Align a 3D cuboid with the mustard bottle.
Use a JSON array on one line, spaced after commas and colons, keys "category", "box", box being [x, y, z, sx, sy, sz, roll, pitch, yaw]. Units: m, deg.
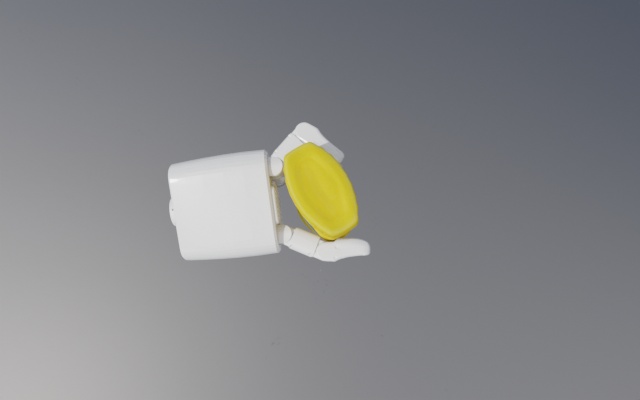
[{"category": "mustard bottle", "box": [0.000, 0.002, 0.544, 0.058, 0.096, 0.191, -32, -7, -5]}]
